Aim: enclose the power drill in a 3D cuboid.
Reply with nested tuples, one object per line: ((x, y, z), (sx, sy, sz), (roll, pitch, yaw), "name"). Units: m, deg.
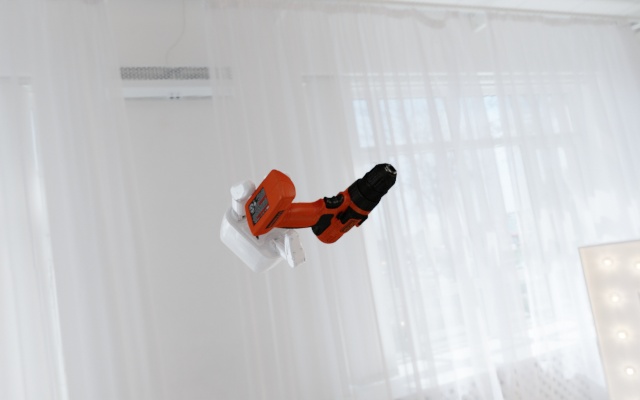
((0.000, 0.002, 0.695), (0.187, 0.057, 0.184), (6, -41, -37), "power drill")
